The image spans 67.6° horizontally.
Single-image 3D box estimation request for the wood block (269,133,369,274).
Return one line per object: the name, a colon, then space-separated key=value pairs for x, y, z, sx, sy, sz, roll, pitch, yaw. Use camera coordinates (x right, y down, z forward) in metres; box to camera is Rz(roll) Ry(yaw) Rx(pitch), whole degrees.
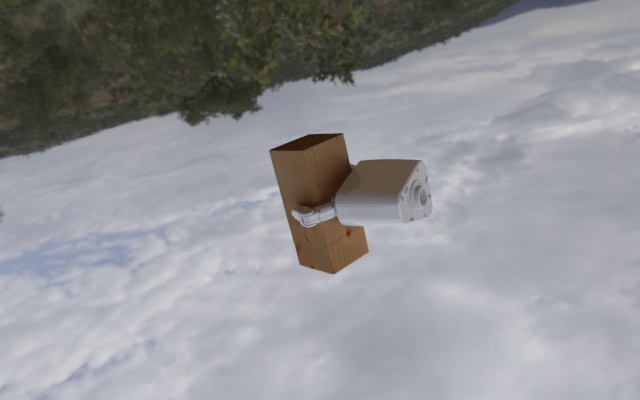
wood block: x=0.000 y=0.003 z=0.777 sx=0.091 sy=0.206 sz=0.090 roll=-27 pitch=22 yaw=-36
